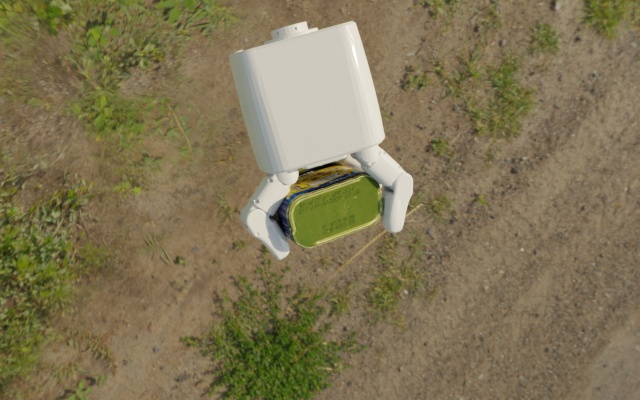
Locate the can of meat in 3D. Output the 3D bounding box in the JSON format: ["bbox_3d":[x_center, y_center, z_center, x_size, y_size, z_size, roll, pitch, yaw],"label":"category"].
[{"bbox_3d":[0.000,0.002,0.472,0.102,0.057,0.084,-20,19,-19],"label":"can of meat"}]
